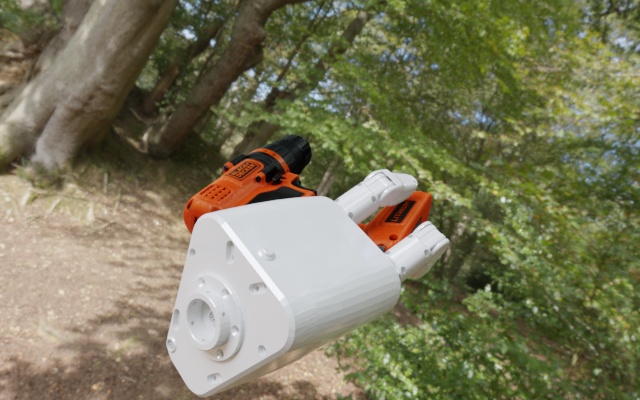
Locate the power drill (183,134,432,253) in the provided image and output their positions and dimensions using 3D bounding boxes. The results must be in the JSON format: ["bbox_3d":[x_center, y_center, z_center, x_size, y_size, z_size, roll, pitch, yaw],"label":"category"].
[{"bbox_3d":[0.000,0.002,0.438,0.187,0.057,0.184,17,36,20],"label":"power drill"}]
